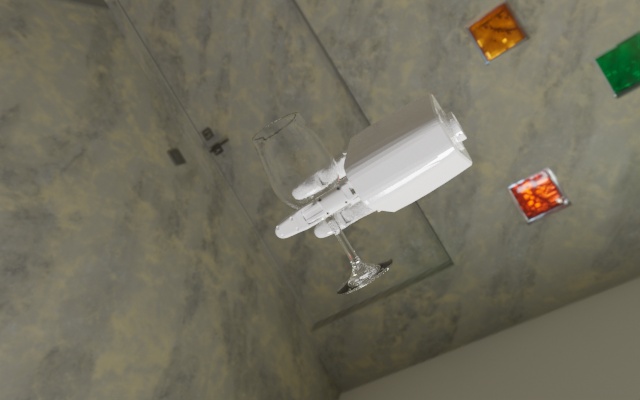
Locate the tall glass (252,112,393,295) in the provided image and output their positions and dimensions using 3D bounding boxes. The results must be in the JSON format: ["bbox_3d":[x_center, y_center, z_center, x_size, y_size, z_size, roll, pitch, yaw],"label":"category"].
[{"bbox_3d":[0.000,0.002,0.541,0.079,0.201,0.079,-31,1,1],"label":"tall glass"}]
